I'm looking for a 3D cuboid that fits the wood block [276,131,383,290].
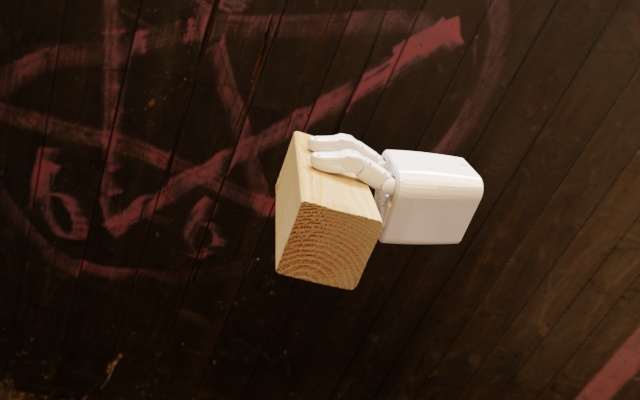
[{"bbox_3d":[0.000,0.002,0.574,0.090,0.091,0.206,15,24,-12],"label":"wood block"}]
